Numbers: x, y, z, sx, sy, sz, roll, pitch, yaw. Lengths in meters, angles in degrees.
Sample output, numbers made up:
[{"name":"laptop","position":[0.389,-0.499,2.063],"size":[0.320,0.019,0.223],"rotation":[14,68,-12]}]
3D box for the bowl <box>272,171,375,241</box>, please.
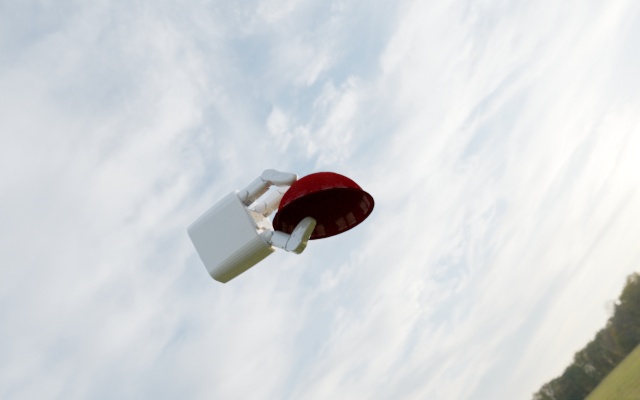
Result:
[{"name":"bowl","position":[0.001,0.002,0.744],"size":[0.162,0.055,0.162],"rotation":[-11,-29,-6]}]
